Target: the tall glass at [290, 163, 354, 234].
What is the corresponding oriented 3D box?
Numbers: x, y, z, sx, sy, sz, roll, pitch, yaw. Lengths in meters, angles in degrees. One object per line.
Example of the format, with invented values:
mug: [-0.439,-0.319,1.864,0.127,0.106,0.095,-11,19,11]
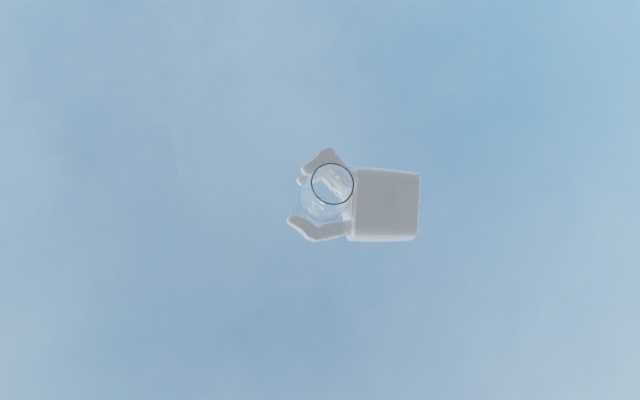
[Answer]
tall glass: [0.000,0.003,0.757,0.079,0.079,0.201,0,-15,-10]
